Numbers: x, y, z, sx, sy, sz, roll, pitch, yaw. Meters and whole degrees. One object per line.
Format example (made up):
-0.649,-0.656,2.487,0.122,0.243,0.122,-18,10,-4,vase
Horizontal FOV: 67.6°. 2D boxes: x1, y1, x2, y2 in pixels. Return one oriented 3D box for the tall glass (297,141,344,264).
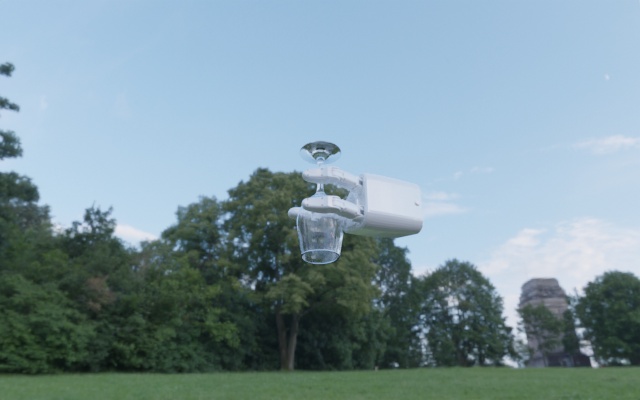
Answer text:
0.000,0.002,0.804,0.079,0.201,0.079,0,-28,0,tall glass
